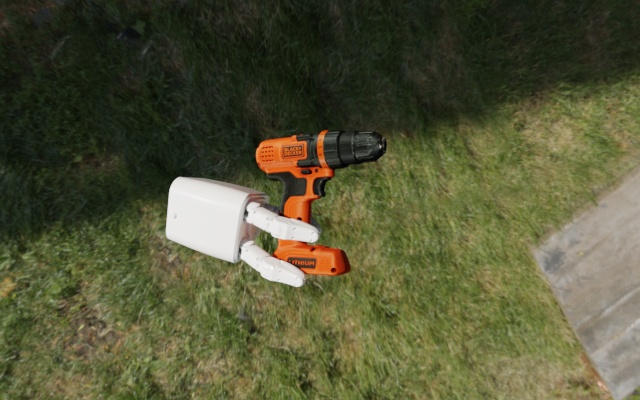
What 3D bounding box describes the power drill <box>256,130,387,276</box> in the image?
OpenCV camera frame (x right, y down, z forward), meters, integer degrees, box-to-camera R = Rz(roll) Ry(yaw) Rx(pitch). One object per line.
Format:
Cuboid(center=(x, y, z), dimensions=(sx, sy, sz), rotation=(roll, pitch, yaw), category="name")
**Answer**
Cuboid(center=(0.000, 0.003, 0.629), dimensions=(0.184, 0.187, 0.057), rotation=(-2, -4, 28), category="power drill")
